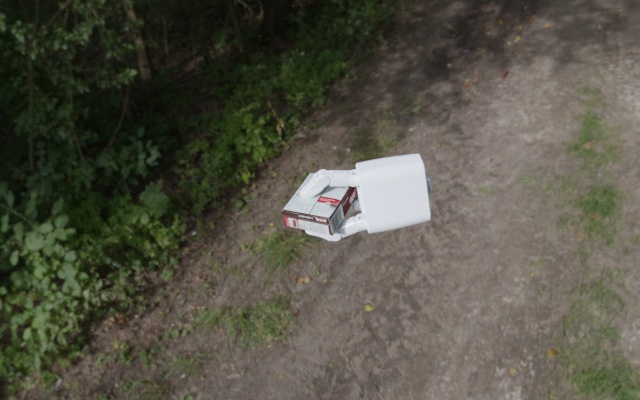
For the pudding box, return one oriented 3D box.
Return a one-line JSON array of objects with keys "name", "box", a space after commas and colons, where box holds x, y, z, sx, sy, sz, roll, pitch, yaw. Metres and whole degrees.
[{"name": "pudding box", "box": [0.000, 0.002, 0.798, 0.090, 0.039, 0.113, 9, 40, 25]}]
